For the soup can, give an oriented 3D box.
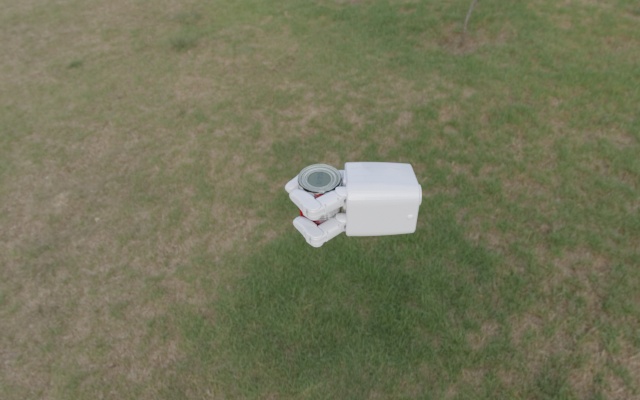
[{"bbox_3d":[0.000,0.002,0.744,0.068,0.102,0.068,-1,43,1],"label":"soup can"}]
